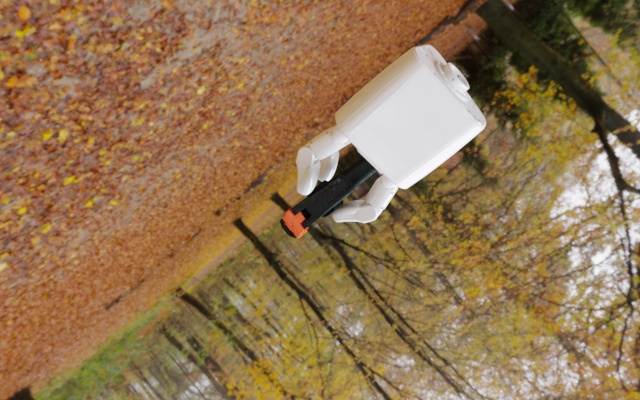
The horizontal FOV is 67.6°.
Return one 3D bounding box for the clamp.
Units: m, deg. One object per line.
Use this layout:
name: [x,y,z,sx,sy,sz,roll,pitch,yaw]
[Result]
clamp: [0.001,0.003,0.572,0.165,0.036,0.210,-38,0,32]
